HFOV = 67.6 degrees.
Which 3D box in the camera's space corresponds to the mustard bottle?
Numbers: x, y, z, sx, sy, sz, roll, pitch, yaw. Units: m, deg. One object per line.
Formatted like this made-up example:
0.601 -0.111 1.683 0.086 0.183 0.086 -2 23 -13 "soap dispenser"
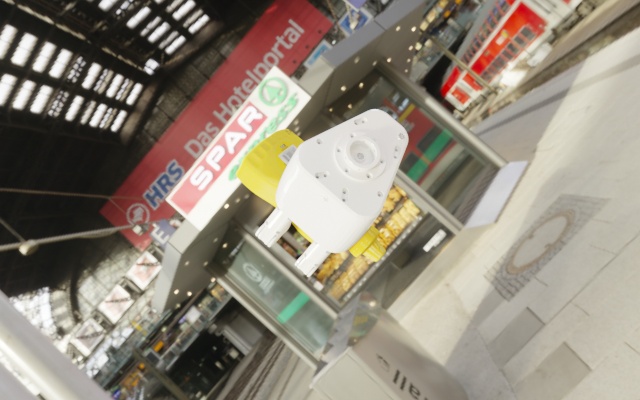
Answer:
0.000 0.002 0.565 0.096 0.191 0.058 -44 -6 -48 "mustard bottle"
